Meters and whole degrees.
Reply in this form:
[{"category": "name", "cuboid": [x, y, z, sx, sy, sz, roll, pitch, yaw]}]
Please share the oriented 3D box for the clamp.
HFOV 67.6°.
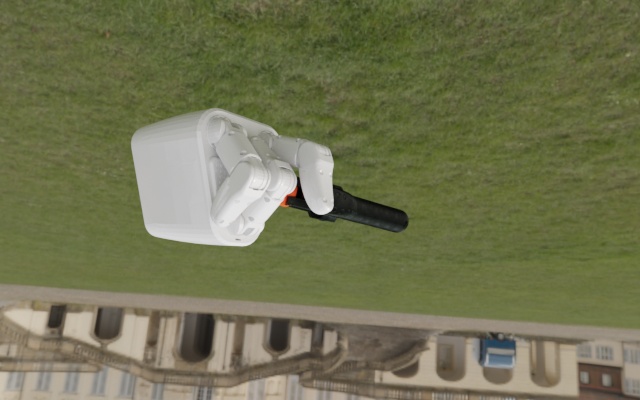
[{"category": "clamp", "cuboid": [0.000, 0.002, 0.474, 0.120, 0.039, 0.171, 3, -11, 38]}]
